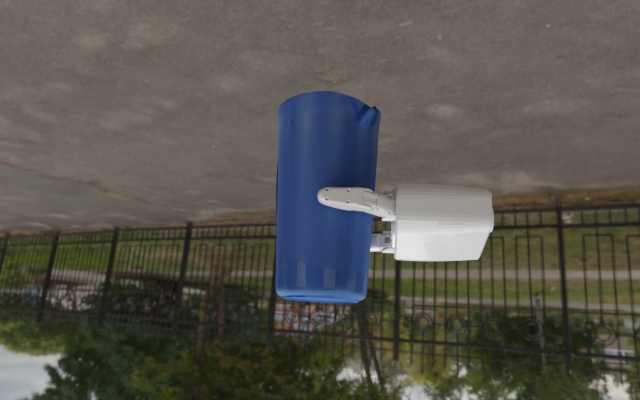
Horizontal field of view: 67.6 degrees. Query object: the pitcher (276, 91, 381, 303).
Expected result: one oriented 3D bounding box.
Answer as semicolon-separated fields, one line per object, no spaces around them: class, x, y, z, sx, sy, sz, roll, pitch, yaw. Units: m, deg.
pitcher;0.000;0.002;0.598;0.145;0.242;0.149;1;-15;7
